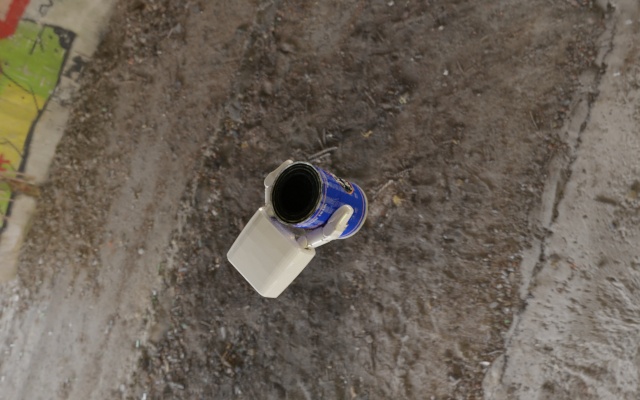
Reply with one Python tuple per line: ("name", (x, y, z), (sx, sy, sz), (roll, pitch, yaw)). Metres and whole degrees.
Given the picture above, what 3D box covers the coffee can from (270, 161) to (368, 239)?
("coffee can", (0.000, 0.003, 0.790), (0.103, 0.103, 0.140), (0, -12, 35))
